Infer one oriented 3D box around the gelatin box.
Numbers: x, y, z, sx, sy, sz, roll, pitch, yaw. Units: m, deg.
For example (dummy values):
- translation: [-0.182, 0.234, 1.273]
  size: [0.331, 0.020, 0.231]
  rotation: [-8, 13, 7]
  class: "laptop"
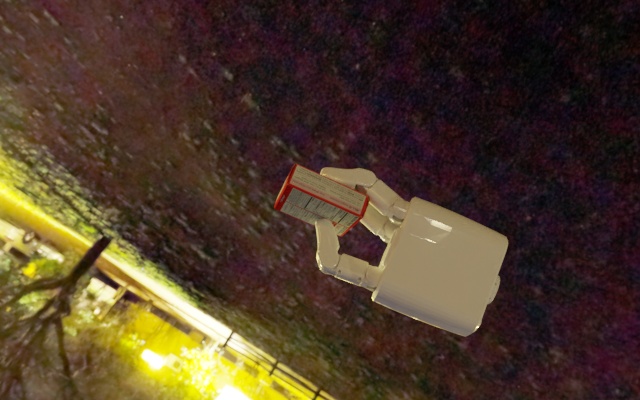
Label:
- translation: [0.000, 0.002, 0.523]
  size: [0.089, 0.030, 0.073]
  rotation: [23, -25, -7]
  class: "gelatin box"
